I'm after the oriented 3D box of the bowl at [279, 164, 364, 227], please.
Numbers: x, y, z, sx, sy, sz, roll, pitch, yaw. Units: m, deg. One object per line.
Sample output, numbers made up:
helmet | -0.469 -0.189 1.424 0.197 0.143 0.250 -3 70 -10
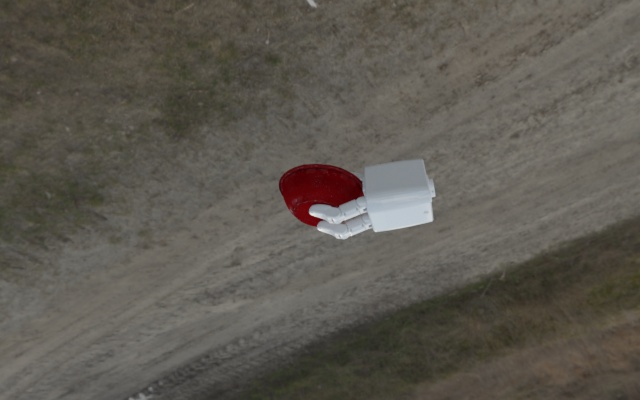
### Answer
bowl | -0.001 0.003 0.865 0.162 0.055 0.162 5 -32 3
